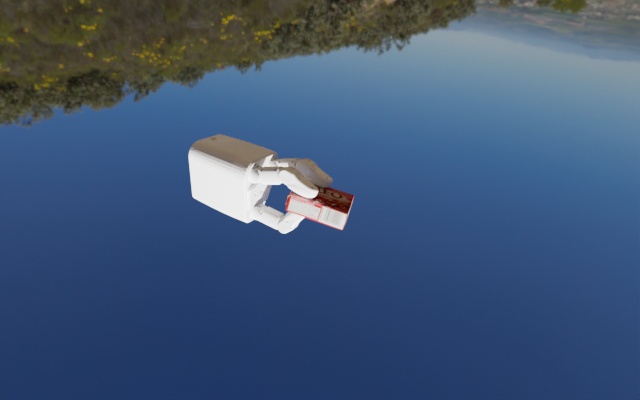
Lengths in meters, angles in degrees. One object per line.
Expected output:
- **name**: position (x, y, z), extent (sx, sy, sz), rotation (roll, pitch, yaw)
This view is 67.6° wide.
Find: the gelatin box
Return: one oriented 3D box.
- **gelatin box**: position (0.000, 0.003, 0.701), extent (0.089, 0.030, 0.073), rotation (19, 24, 3)
